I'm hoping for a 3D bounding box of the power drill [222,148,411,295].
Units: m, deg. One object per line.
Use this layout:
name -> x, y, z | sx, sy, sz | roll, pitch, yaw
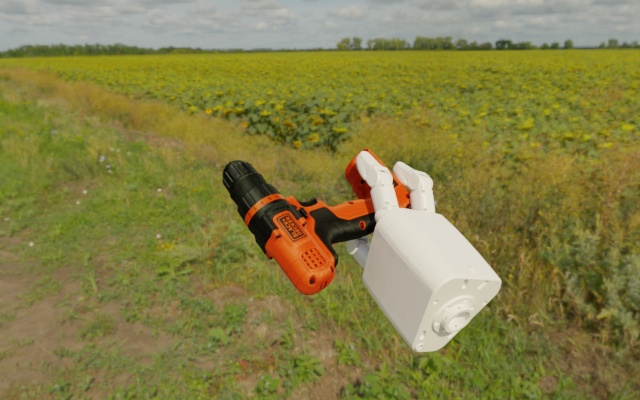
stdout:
power drill -> 0.001, 0.002, 0.560 | 0.187, 0.184, 0.057 | -24, -26, -31
